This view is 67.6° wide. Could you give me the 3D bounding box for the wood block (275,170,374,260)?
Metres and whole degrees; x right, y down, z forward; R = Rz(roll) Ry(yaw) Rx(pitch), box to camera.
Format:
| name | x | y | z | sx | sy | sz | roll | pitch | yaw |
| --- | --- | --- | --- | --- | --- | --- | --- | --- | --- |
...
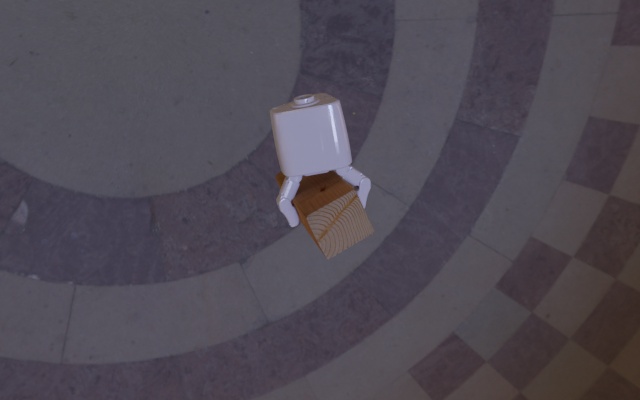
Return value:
| name | x | y | z | sx | sy | sz | roll | pitch | yaw |
| --- | --- | --- | --- | --- | --- | --- | --- | --- | --- |
| wood block | 0.000 | 0.003 | 0.834 | 0.091 | 0.090 | 0.206 | -29 | 27 | -6 |
